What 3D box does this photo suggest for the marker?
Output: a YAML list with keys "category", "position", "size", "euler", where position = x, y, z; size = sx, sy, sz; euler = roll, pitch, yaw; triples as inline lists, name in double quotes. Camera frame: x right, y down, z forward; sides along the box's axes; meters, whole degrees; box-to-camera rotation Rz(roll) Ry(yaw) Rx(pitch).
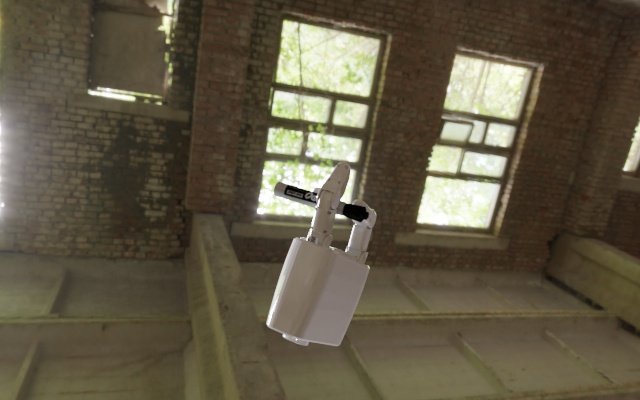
- category: "marker"
  position: [0.000, 0.002, 0.563]
  size: [0.121, 0.020, 0.020]
  euler: [17, 7, 23]
